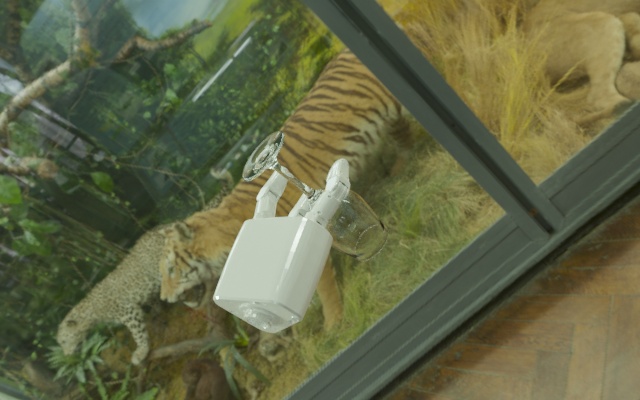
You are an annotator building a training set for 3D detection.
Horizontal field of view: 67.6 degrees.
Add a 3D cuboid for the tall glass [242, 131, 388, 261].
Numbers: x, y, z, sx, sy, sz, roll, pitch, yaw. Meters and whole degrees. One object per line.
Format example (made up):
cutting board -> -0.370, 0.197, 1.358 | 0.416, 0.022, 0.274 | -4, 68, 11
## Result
tall glass -> 0.000, 0.001, 0.614 | 0.201, 0.079, 0.079 | 38, -20, -27
